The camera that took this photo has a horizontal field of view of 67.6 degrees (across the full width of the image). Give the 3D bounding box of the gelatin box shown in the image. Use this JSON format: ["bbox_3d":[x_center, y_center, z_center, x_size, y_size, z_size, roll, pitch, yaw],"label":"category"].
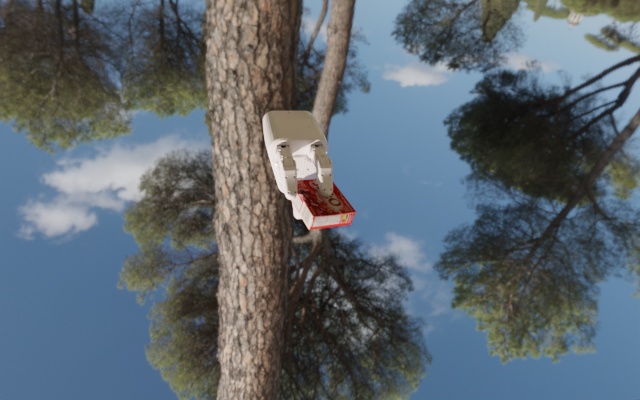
[{"bbox_3d":[0.000,0.003,0.723,0.073,0.030,0.089,-5,41,-29],"label":"gelatin box"}]
